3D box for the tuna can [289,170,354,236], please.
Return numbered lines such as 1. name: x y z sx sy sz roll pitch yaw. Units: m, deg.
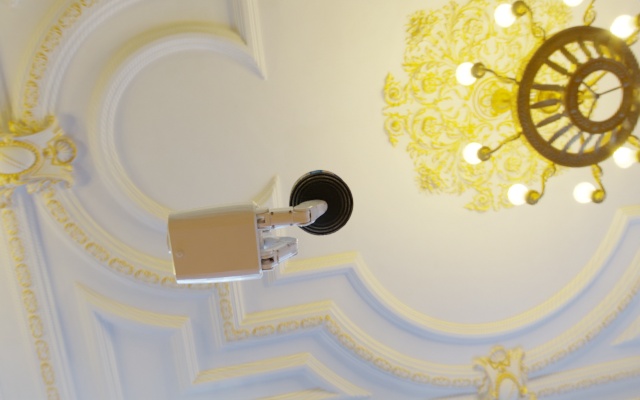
1. tuna can: 0.000 0.002 0.645 0.086 0.086 0.033 0 12 -4
